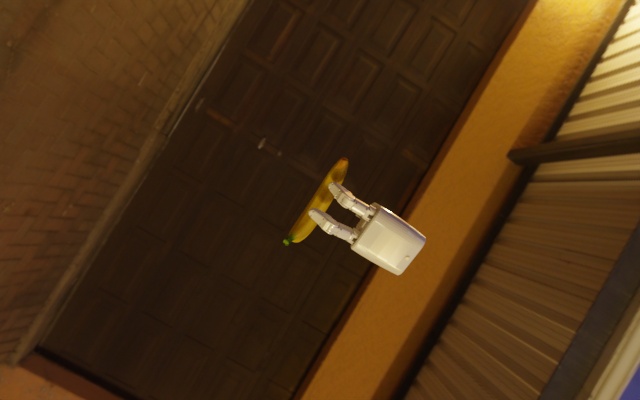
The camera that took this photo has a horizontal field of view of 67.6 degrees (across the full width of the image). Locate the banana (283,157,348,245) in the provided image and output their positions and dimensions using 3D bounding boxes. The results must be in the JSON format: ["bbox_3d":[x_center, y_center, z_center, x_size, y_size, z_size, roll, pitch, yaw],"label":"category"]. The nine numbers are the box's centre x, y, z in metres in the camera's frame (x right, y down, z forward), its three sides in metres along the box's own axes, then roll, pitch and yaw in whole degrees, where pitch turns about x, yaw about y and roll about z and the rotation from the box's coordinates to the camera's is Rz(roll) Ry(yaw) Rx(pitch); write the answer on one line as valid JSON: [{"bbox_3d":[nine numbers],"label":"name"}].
[{"bbox_3d":[-0.003,0.007,0.913,0.037,0.198,0.069,33,-5,0],"label":"banana"}]
